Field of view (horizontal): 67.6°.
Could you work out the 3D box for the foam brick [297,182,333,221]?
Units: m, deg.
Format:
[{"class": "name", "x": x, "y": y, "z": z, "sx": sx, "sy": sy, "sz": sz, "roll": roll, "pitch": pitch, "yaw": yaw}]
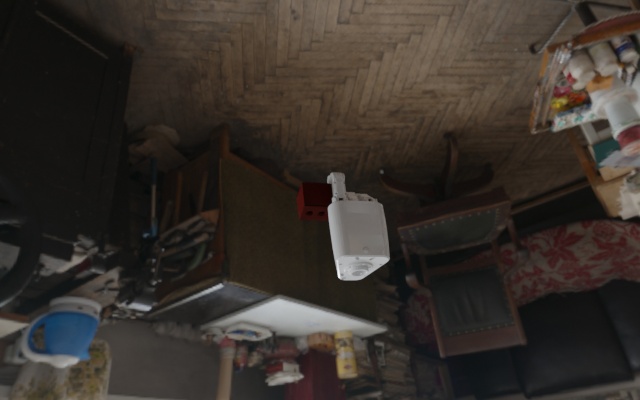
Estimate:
[{"class": "foam brick", "x": 0.000, "y": 0.003, "z": 0.871, "sx": 0.078, "sy": 0.051, "sz": 0.053, "roll": 2, "pitch": -31, "yaw": -13}]
